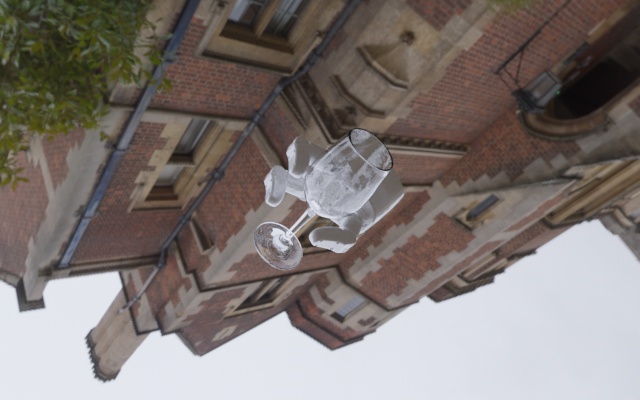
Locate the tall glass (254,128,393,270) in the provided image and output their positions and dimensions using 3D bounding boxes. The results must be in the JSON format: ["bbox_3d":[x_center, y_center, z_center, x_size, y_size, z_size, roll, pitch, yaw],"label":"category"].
[{"bbox_3d":[0.000,0.002,0.578,0.079,0.079,0.201,0,-36,-44],"label":"tall glass"}]
